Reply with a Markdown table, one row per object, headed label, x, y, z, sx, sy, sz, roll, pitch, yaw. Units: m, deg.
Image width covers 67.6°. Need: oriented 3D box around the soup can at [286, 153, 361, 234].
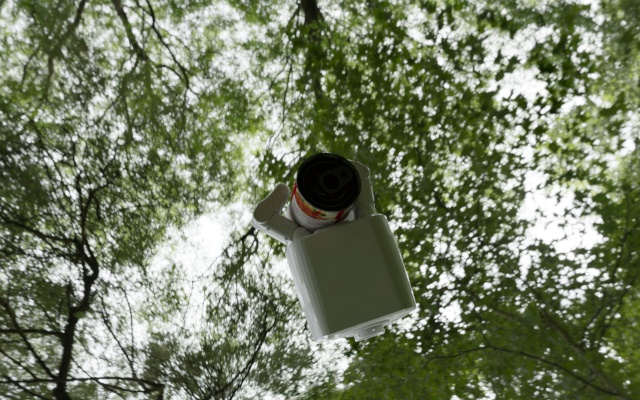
| label | x | y | z | sx | sy | sz | roll | pitch | yaw |
| --- | --- | --- | --- | --- | --- | --- | --- | --- | --- |
| soup can | 0.000 | 0.001 | 0.530 | 0.068 | 0.068 | 0.102 | 0 | -25 | -11 |
